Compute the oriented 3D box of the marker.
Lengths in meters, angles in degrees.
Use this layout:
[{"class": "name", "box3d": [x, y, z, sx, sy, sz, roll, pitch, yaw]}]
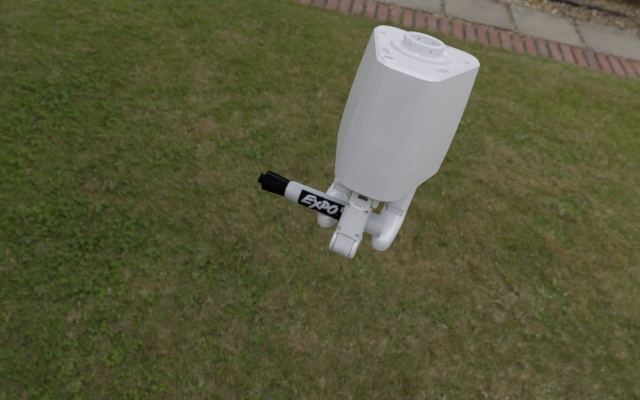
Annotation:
[{"class": "marker", "box3d": [0.000, 0.001, 0.428, 0.121, 0.020, 0.020, 22, 3, 8]}]
